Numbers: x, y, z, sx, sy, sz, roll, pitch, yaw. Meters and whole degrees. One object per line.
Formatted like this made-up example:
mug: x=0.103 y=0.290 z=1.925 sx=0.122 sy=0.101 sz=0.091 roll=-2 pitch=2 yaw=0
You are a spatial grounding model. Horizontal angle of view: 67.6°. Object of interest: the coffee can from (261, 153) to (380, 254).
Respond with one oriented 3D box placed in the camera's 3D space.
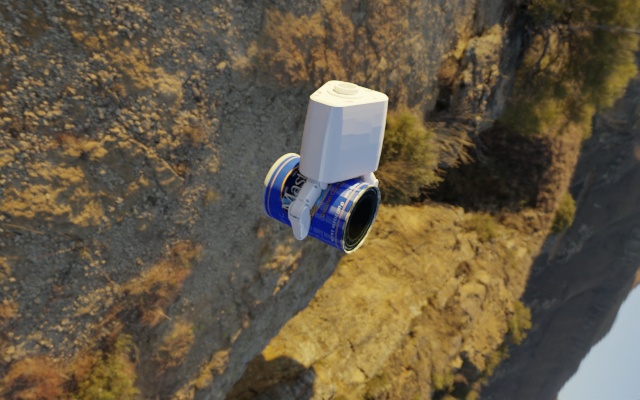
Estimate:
coffee can: x=0.000 y=0.002 z=0.690 sx=0.140 sy=0.103 sz=0.103 roll=23 pitch=11 yaw=26
